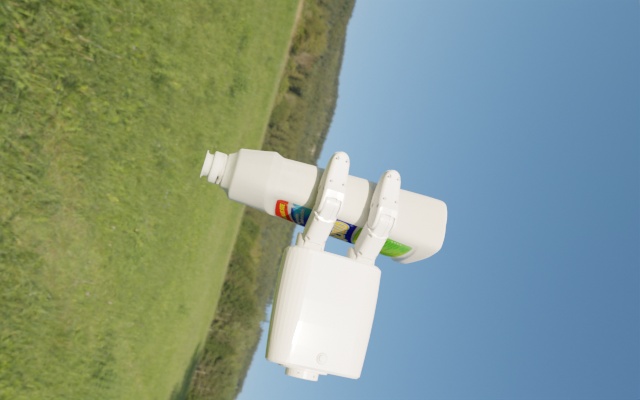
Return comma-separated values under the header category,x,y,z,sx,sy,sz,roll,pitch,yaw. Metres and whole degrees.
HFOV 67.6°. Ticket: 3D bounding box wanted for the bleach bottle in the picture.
category,x,y,z,sx,sy,sz,roll,pitch,yaw
bleach bottle,0.000,0.002,0.501,0.251,0.068,0.102,17,-19,-15
